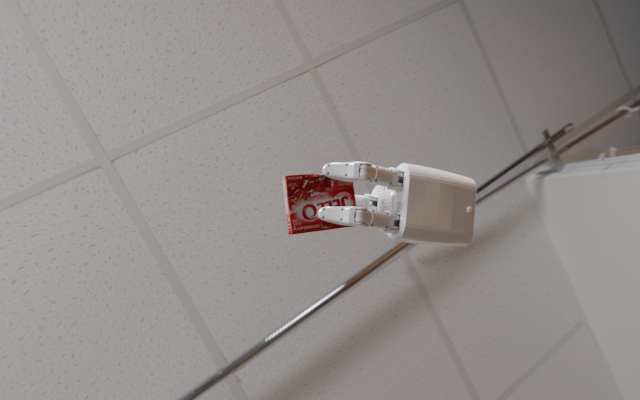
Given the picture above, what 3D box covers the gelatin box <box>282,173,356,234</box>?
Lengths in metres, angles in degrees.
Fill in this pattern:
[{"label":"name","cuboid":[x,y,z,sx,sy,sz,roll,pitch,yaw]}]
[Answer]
[{"label":"gelatin box","cuboid":[0.000,0.002,0.604,0.089,0.073,0.030,-6,-3,-14]}]
